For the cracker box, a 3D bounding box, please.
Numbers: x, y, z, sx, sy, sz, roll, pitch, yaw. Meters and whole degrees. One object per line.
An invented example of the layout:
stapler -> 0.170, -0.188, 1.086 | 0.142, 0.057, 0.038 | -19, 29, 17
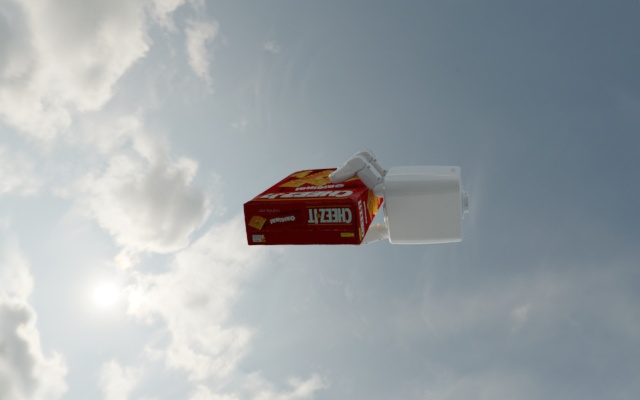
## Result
cracker box -> 0.000, 0.003, 0.737 | 0.164, 0.072, 0.213 | -2, 14, 17
